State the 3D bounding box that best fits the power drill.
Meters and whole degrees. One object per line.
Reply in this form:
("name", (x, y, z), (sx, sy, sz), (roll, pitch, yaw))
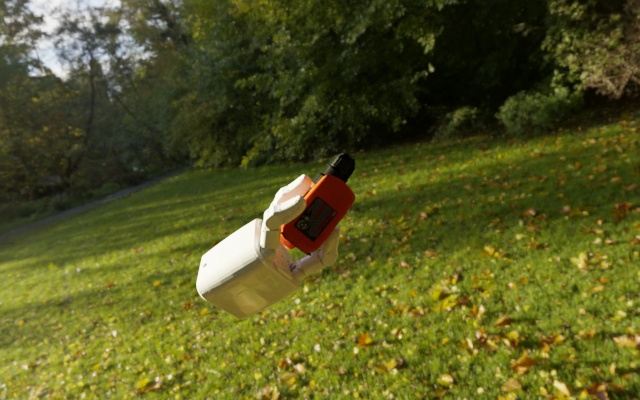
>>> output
("power drill", (0.000, 0.003, 0.708), (0.057, 0.184, 0.187), (37, -1, -5))
